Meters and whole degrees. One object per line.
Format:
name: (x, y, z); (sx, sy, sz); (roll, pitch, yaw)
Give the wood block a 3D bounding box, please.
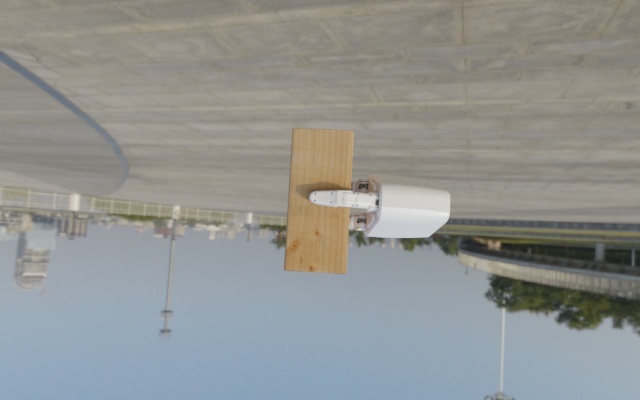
wood block: (0.000, 0.002, 0.722); (0.090, 0.206, 0.091); (3, -4, 4)
